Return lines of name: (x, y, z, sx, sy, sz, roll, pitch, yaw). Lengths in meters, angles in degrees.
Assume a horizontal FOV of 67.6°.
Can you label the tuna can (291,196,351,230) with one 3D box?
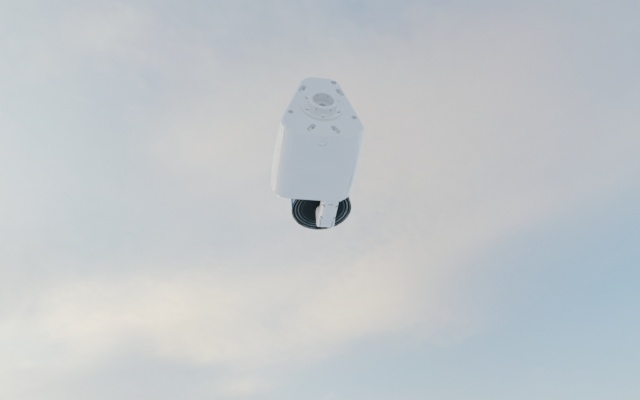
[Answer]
tuna can: (0.000, 0.002, 0.693, 0.086, 0.033, 0.086, -4, -43, -4)
